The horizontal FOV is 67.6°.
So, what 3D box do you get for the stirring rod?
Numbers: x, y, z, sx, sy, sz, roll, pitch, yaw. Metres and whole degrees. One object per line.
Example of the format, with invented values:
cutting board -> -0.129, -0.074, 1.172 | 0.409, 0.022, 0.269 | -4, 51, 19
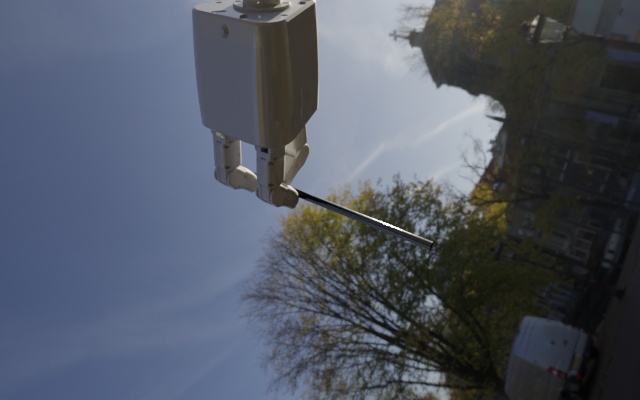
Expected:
stirring rod -> 0.000, 0.002, 0.484 | 0.239, 0.011, 0.011 | 22, 10, 27
